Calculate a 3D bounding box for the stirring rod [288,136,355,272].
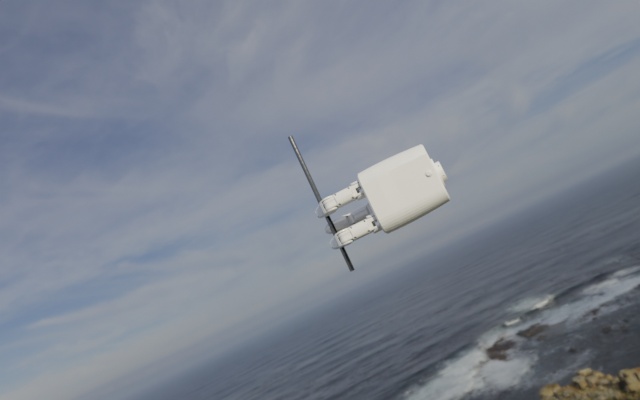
[{"bbox_3d":[0.000,0.003,0.766,0.011,0.239,0.011,-24,-10,-4],"label":"stirring rod"}]
